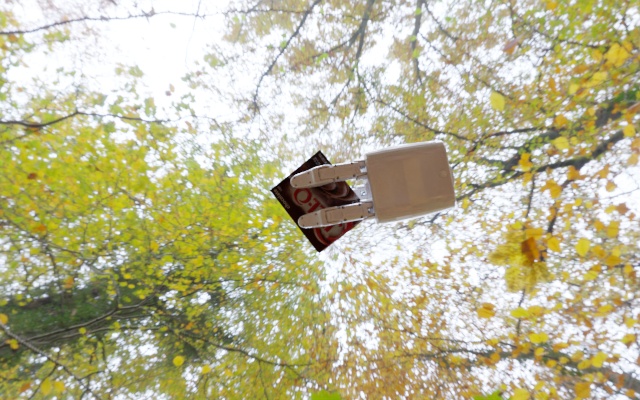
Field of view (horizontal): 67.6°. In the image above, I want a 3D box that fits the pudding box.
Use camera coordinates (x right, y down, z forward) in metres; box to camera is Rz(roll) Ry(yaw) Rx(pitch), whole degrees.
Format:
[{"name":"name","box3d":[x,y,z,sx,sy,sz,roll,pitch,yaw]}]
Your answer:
[{"name":"pudding box","box3d":[0.000,0.002,0.661,0.090,0.113,0.039,-39,-7,2]}]
